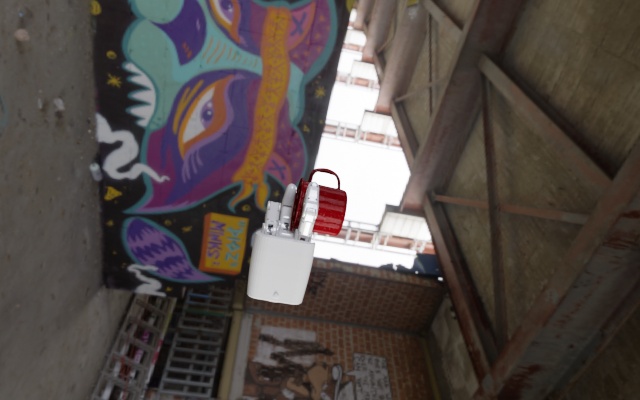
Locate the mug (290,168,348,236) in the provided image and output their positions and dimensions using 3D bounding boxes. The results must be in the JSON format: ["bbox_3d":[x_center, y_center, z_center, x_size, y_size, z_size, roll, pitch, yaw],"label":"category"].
[{"bbox_3d":[0.001,0.001,0.813,0.081,0.117,0.093,12,6,-8],"label":"mug"}]
